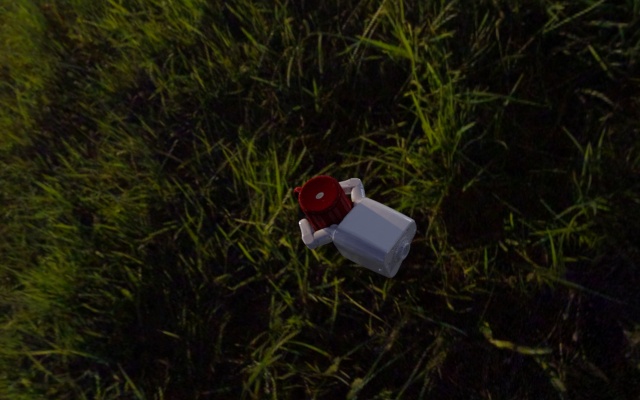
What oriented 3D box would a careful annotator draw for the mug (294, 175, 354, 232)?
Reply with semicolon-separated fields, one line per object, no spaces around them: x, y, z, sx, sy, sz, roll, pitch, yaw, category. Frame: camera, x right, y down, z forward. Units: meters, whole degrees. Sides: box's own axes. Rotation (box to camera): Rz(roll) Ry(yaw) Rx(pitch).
-0.001;0.002;0.884;0.117;0.093;0.081;24;-18;29;mug
